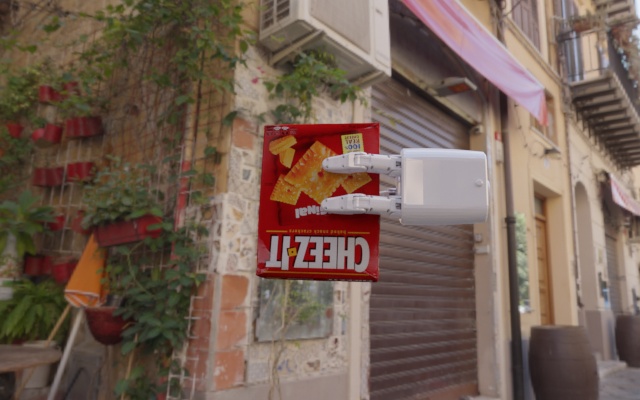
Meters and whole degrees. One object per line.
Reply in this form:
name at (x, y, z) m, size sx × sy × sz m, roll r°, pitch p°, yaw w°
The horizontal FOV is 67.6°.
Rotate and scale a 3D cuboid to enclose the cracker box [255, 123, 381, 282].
cracker box at (0.000, 0.002, 0.661) m, size 0.164 × 0.213 × 0.072 m, roll 1°, pitch -12°, yaw 6°
